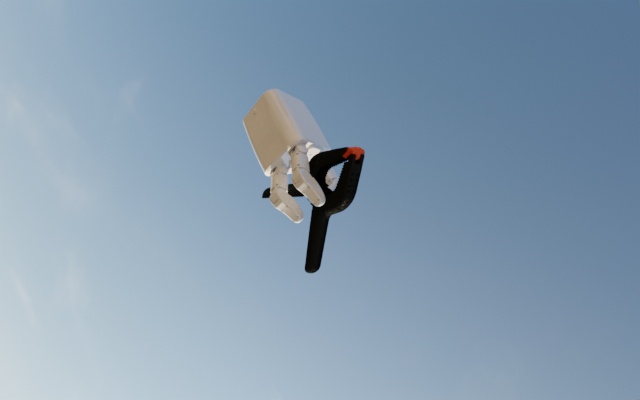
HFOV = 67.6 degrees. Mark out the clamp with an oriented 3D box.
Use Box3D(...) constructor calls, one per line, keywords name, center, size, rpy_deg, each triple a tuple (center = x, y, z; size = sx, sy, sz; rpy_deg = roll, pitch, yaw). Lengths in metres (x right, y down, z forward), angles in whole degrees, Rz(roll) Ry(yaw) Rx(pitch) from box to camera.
Box3D(name="clamp", center=(0.001, 0.002, 0.722), size=(0.036, 0.164, 0.210), rpy_deg=(-9, -25, -47))
